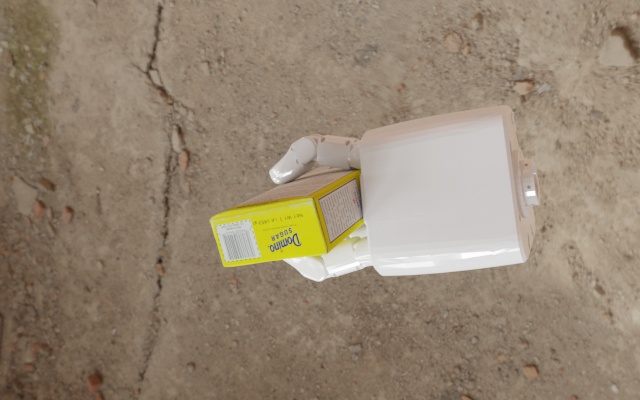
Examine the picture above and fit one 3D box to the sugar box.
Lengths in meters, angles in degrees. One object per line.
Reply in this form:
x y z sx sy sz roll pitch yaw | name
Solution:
0.000 0.002 0.402 0.093 0.048 0.176 -10 8 30 | sugar box
